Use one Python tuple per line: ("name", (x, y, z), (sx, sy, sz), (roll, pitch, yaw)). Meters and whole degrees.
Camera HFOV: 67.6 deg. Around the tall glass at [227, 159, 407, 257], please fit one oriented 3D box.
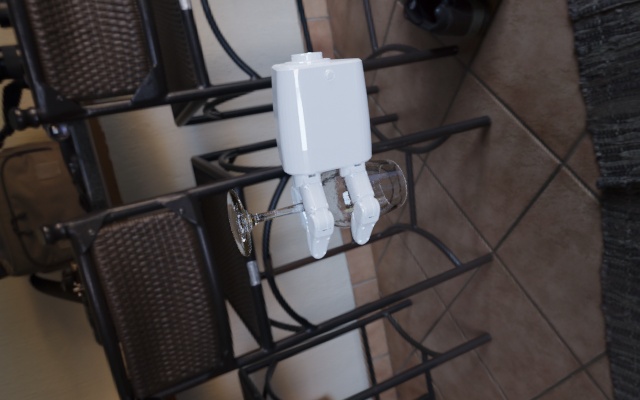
("tall glass", (-0.001, 0.002, 0.550), (0.201, 0.079, 0.079), (-14, 5, -23))
